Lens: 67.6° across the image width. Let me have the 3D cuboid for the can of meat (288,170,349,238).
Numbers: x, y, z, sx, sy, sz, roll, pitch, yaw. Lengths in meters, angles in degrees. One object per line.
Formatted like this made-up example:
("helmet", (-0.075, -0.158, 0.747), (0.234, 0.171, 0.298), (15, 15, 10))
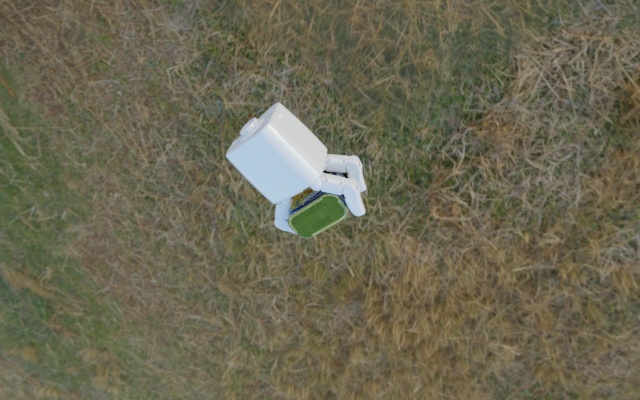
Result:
("can of meat", (0.000, 0.003, 0.748), (0.102, 0.057, 0.084), (-32, 25, 26))
